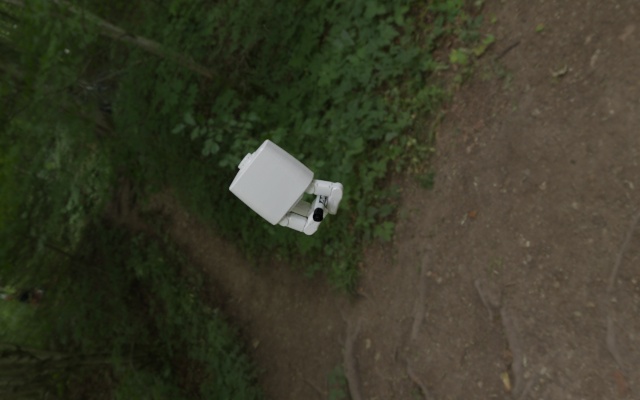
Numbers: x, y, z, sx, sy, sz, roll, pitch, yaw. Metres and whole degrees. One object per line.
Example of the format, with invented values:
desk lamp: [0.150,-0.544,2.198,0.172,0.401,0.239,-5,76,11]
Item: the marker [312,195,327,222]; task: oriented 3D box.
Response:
marker: [0.000,0.003,0.851,0.020,0.020,0.121,0,29,6]
